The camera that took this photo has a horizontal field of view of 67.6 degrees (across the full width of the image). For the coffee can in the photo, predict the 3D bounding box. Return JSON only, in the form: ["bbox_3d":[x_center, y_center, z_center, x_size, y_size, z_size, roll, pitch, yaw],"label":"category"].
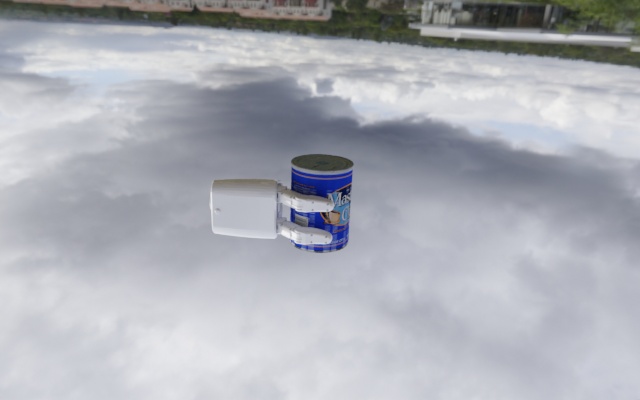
[{"bbox_3d":[0.000,0.002,0.799,0.103,0.140,0.102,2,20,-1],"label":"coffee can"}]
